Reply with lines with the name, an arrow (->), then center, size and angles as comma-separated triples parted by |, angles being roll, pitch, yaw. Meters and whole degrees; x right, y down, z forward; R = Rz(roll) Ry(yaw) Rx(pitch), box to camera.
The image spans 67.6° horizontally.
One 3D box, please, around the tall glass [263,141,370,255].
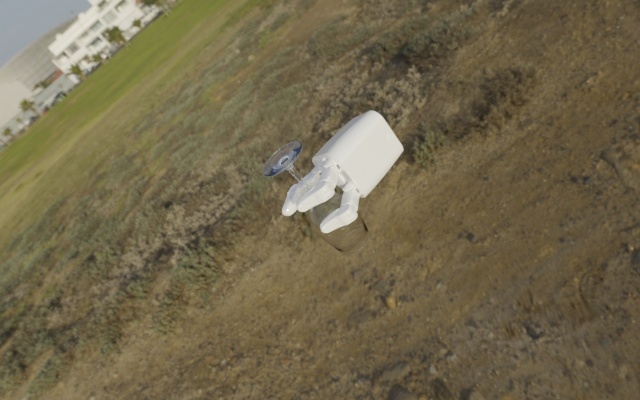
tall glass -> 0.000, 0.002, 0.763 | 0.079, 0.079, 0.201 | 0, -42, 50
